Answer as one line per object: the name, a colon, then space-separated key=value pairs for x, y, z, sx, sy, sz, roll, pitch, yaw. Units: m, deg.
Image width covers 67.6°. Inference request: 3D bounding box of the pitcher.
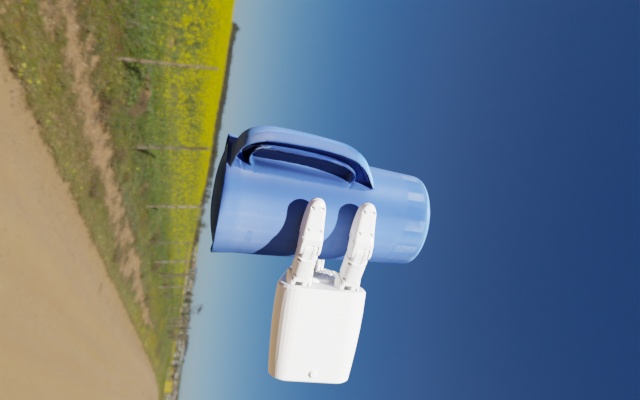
pitcher: x=0.000 y=0.002 z=0.548 sx=0.243 sy=0.145 sz=0.149 roll=8 pitch=5 yaw=-14
